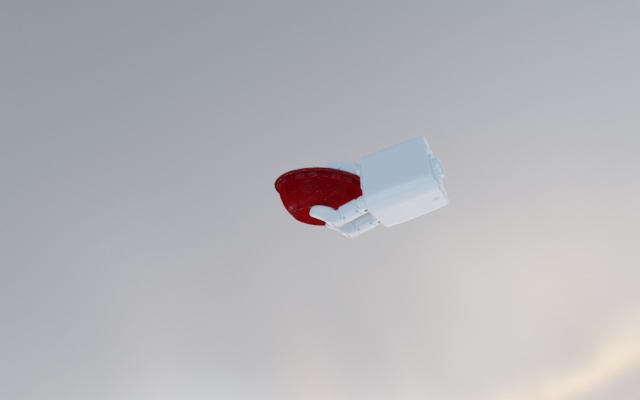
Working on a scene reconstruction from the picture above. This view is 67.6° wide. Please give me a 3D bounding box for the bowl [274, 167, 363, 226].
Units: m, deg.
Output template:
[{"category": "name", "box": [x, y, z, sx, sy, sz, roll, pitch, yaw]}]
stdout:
[{"category": "bowl", "box": [-0.001, 0.003, 0.811, 0.162, 0.055, 0.162, 3, -22, 1]}]
